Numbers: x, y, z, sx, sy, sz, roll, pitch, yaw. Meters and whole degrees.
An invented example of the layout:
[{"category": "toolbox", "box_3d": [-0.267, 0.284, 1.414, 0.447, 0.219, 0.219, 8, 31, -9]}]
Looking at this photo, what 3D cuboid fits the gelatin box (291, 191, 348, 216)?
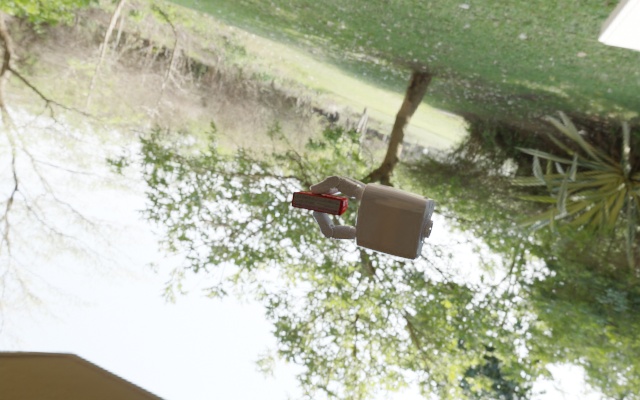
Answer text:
[{"category": "gelatin box", "box_3d": [0.000, 0.003, 0.842, 0.089, 0.030, 0.073, 9, 5, 9]}]
